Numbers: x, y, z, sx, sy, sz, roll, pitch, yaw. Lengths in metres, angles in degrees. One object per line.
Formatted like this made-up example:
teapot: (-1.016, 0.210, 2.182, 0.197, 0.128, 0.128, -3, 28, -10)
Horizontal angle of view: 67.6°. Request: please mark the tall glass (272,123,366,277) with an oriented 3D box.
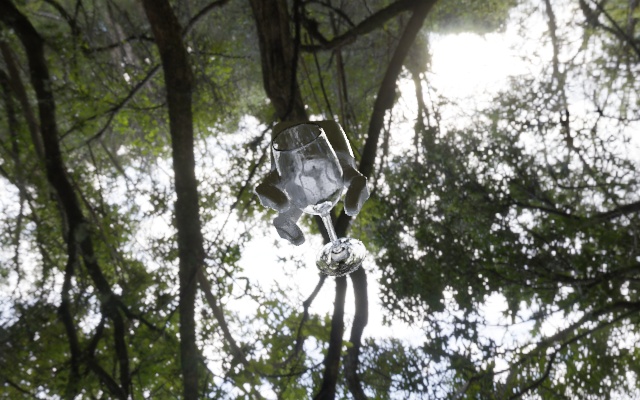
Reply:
tall glass: (0.000, 0.003, 0.612, 0.079, 0.201, 0.079, -13, 36, 10)
